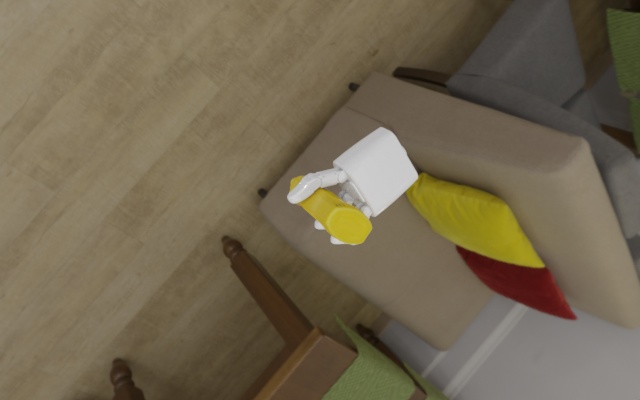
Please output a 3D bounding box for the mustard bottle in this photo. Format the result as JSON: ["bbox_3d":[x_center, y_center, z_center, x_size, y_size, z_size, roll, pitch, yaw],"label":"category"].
[{"bbox_3d":[0.000,0.003,0.812,0.096,0.058,0.191,27,8,-39],"label":"mustard bottle"}]
